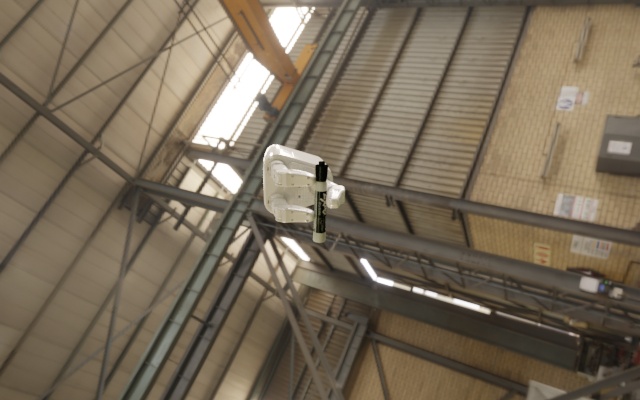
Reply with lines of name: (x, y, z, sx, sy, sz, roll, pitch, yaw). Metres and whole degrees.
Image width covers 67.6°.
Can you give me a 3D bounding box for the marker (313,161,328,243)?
marker: (0.000, 0.002, 0.694, 0.020, 0.121, 0.020, 2, 18, -1)
